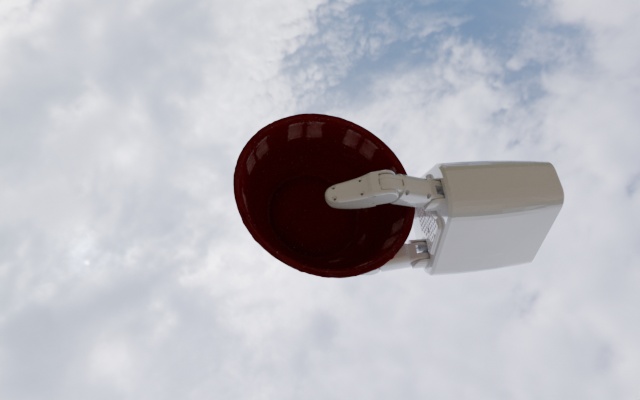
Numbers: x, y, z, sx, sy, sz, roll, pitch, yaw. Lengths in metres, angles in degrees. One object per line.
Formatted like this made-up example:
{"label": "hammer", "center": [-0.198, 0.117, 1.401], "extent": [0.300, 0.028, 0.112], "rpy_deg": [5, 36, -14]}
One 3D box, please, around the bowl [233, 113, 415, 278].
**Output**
{"label": "bowl", "center": [-0.001, 0.001, 0.433], "extent": [0.162, 0.162, 0.055], "rpy_deg": [0, -28, -16]}
